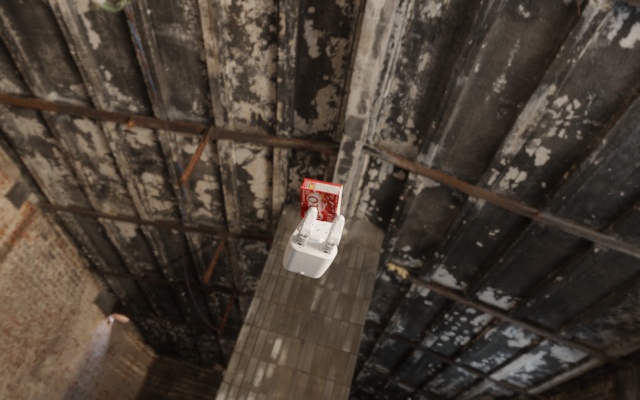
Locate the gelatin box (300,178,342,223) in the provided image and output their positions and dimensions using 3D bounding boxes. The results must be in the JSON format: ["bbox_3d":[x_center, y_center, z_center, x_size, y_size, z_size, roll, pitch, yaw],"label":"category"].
[{"bbox_3d":[0.000,0.002,0.899,0.073,0.030,0.089,12,-40,7],"label":"gelatin box"}]
